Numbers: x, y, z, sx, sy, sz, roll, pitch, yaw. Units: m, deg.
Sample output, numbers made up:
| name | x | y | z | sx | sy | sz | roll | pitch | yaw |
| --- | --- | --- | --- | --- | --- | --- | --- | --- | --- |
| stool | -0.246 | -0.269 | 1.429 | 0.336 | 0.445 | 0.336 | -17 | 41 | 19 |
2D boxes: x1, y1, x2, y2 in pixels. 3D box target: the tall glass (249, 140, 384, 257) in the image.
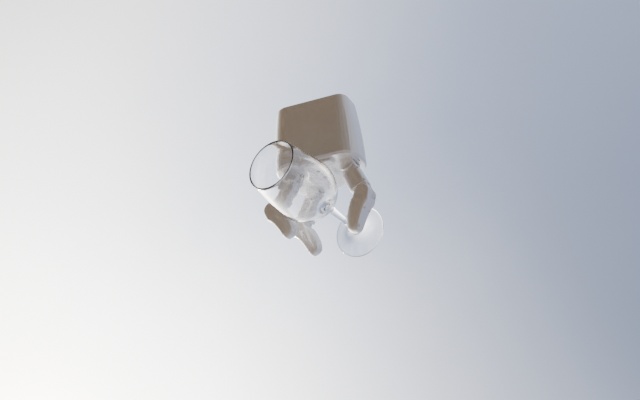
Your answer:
| name | x | y | z | sx | sy | sz | roll | pitch | yaw |
| --- | --- | --- | --- | --- | --- | --- | --- | --- | --- |
| tall glass | 0.001 | 0.002 | 0.592 | 0.079 | 0.079 | 0.201 | 0 | -24 | 37 |
